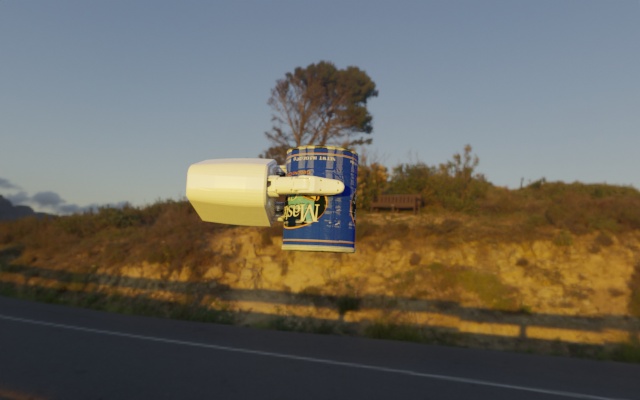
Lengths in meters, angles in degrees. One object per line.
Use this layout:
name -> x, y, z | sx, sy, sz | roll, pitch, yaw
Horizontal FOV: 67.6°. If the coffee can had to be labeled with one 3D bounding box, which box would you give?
coffee can -> 0.000, 0.002, 0.674 | 0.103, 0.140, 0.103 | 2, -7, 0
